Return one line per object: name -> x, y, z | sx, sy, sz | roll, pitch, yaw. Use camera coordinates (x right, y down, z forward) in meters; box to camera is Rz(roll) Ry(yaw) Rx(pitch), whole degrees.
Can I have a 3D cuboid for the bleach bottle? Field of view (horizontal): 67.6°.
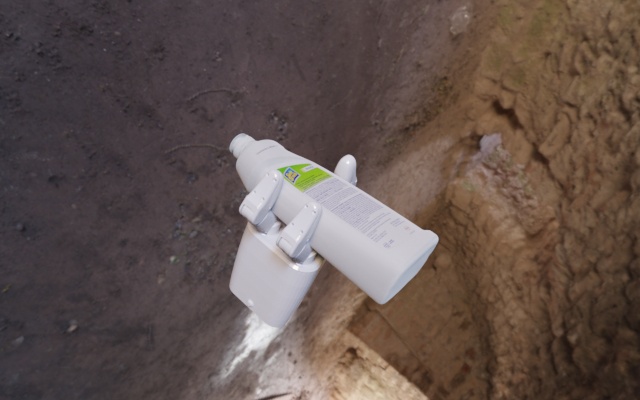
bleach bottle -> 0.000, 0.002, 0.531 | 0.250, 0.068, 0.102 | 38, 35, 20
